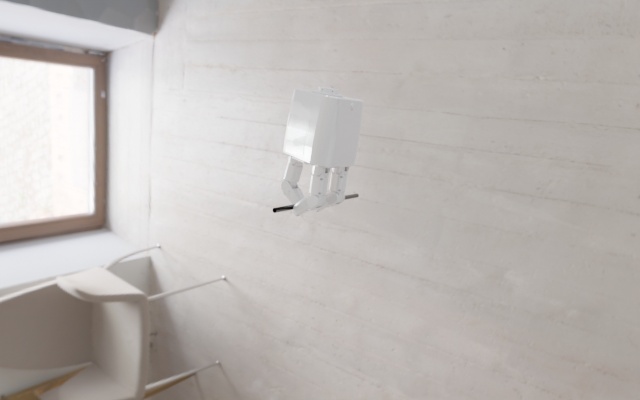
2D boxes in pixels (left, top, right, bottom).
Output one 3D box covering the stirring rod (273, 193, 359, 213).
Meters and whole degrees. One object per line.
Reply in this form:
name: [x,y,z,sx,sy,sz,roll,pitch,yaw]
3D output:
stirring rod: [0.000,0.003,0.825,0.011,0.011,0.239,0,6,36]
